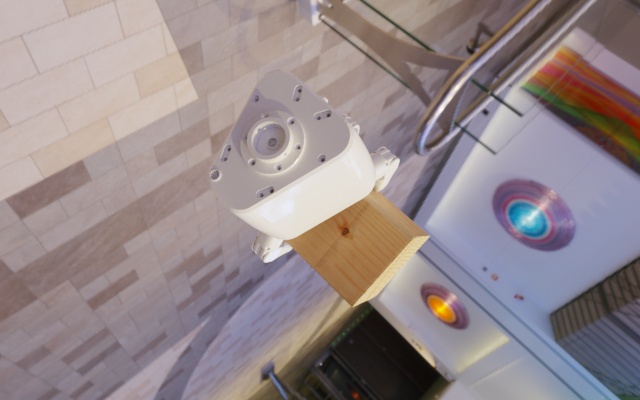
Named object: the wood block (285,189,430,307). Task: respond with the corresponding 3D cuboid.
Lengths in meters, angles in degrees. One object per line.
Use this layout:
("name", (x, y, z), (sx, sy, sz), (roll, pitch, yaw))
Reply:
("wood block", (0.000, 0.002, 0.501), (0.206, 0.091, 0.090), (43, 13, 18))
